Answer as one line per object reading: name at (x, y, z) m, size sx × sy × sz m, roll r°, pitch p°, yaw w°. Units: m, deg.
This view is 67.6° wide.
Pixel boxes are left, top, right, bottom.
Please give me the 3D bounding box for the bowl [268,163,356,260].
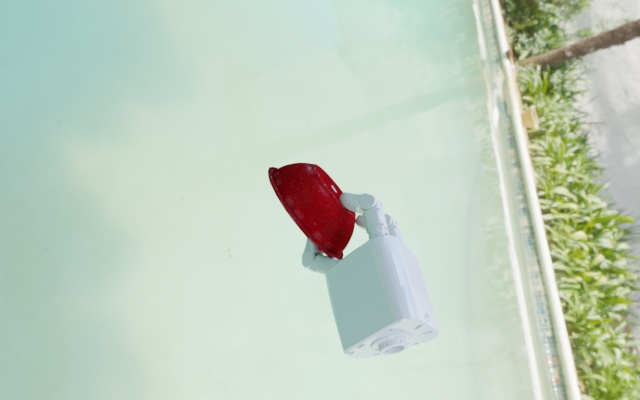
bowl at (0.000, 0.001, 0.658) m, size 0.055 × 0.162 × 0.162 m, roll -38°, pitch -8°, yaw 10°
